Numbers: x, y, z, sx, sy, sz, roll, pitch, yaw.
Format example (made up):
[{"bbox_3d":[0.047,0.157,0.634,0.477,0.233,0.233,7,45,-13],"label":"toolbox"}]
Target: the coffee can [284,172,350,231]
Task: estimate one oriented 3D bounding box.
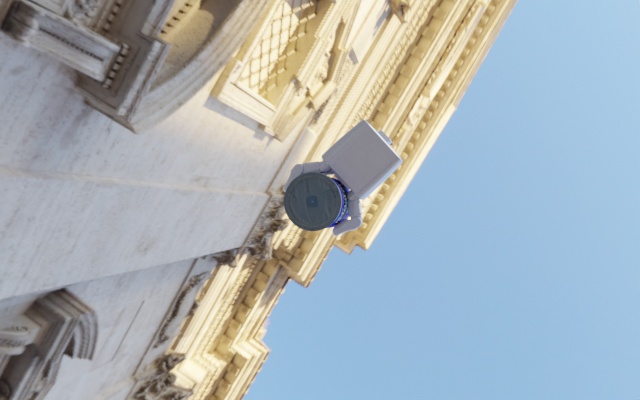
[{"bbox_3d":[0.000,0.003,0.890,0.103,0.103,0.140,0,-1,12],"label":"coffee can"}]
